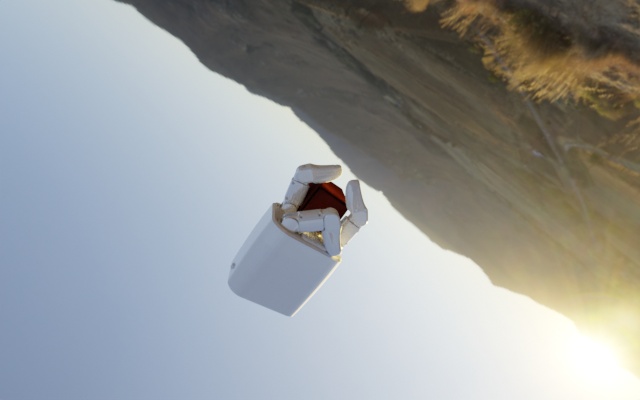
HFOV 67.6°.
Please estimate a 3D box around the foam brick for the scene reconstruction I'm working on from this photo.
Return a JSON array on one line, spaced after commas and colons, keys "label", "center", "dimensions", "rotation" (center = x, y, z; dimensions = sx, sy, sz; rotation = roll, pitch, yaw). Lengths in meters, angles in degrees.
[{"label": "foam brick", "center": [0.000, 0.002, 0.649], "dimensions": [0.053, 0.051, 0.078], "rotation": [34, 13, -14]}]
